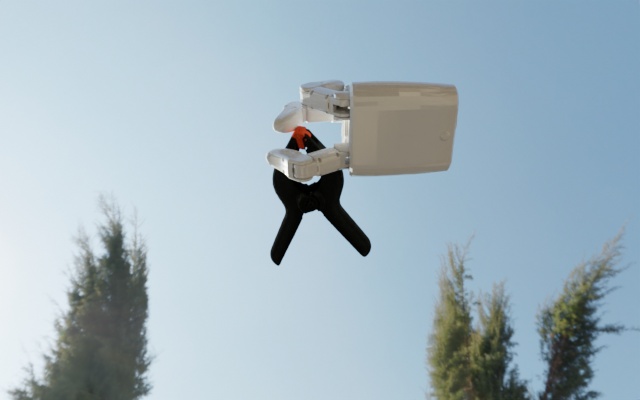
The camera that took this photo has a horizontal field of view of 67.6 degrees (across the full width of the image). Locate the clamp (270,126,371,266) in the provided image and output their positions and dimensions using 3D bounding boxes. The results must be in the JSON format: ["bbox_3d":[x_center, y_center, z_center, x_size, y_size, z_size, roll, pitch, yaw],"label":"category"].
[{"bbox_3d":[0.000,0.001,0.541,0.120,0.172,0.039,-2,29,-4],"label":"clamp"}]
